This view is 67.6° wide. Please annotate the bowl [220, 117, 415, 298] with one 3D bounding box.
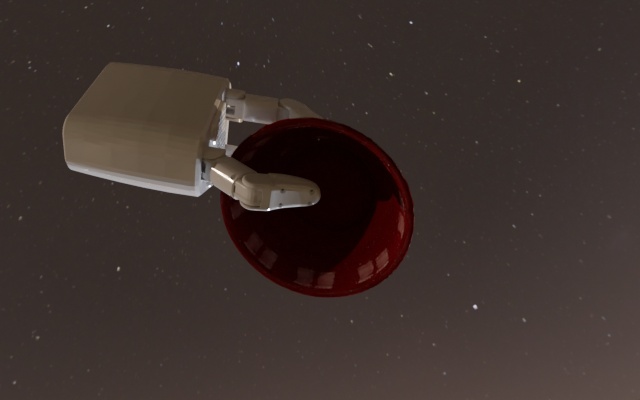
[{"bbox_3d":[0.001,0.002,0.407,0.162,0.162,0.055,0,25,16],"label":"bowl"}]
